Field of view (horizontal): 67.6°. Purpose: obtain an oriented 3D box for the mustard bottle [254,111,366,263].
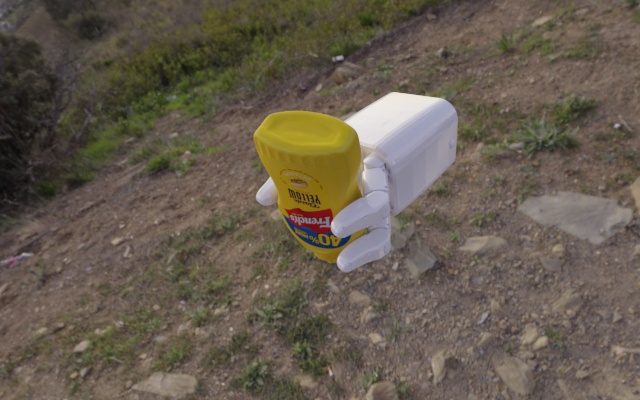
[{"bbox_3d":[0.000,0.002,0.487,0.096,0.058,0.192,13,-38,23],"label":"mustard bottle"}]
